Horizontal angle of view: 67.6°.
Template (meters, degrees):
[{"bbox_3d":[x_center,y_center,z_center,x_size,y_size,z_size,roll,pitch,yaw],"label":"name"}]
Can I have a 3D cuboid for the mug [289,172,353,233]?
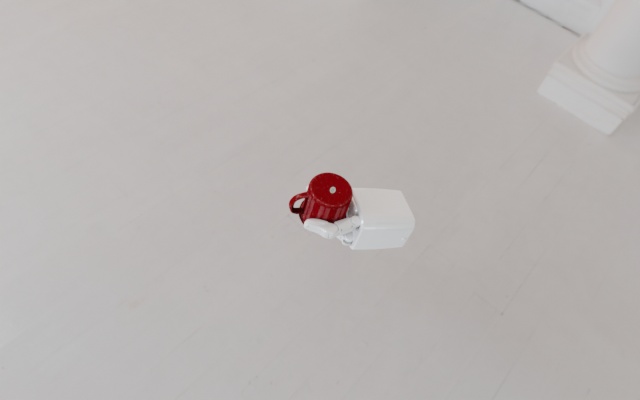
[{"bbox_3d":[-0.001,0.003,0.875,0.117,0.093,0.082,0,-37,-14],"label":"mug"}]
